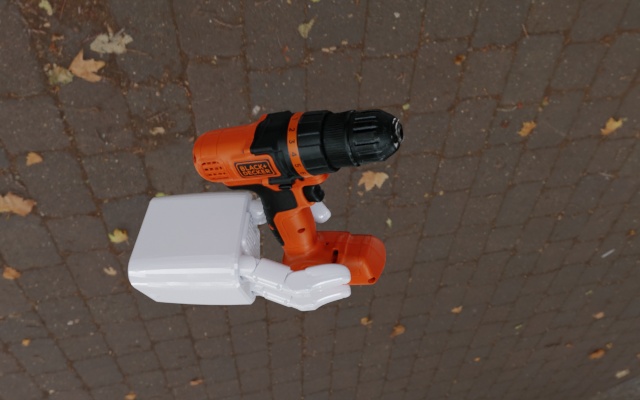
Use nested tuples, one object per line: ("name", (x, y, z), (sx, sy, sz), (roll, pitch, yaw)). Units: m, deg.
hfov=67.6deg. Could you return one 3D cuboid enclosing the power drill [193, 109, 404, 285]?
("power drill", (0.000, 0.002, 0.434), (0.184, 0.188, 0.057), (-2, 44, 26))
